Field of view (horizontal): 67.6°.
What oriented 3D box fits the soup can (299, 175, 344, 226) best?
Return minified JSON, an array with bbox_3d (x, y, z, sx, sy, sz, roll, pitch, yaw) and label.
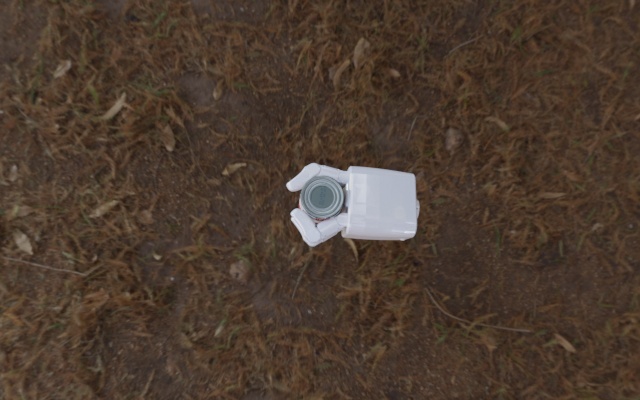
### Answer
[{"bbox_3d":[0.000,0.002,0.759,0.068,0.068,0.102,0,-9,-4],"label":"soup can"}]
